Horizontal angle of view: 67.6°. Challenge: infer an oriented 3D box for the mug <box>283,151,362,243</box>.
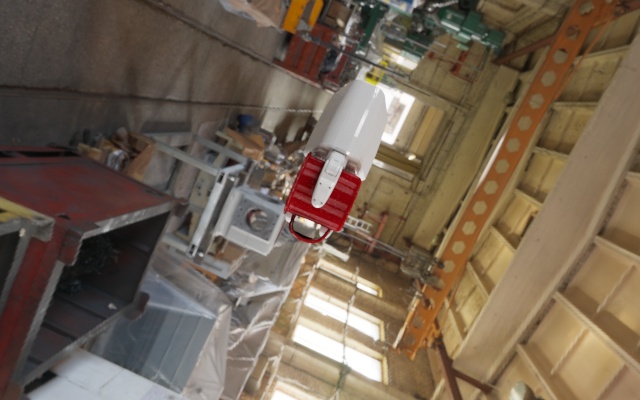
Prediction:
[{"bbox_3d":[0.000,0.004,0.647,0.081,0.117,0.093,23,-10,1],"label":"mug"}]
